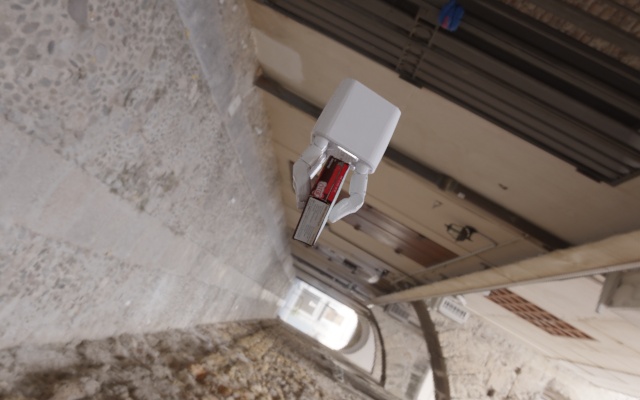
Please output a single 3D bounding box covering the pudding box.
[{"bbox_3d":[0.000,0.002,0.709,0.039,0.090,0.114,24,-41,4],"label":"pudding box"}]
